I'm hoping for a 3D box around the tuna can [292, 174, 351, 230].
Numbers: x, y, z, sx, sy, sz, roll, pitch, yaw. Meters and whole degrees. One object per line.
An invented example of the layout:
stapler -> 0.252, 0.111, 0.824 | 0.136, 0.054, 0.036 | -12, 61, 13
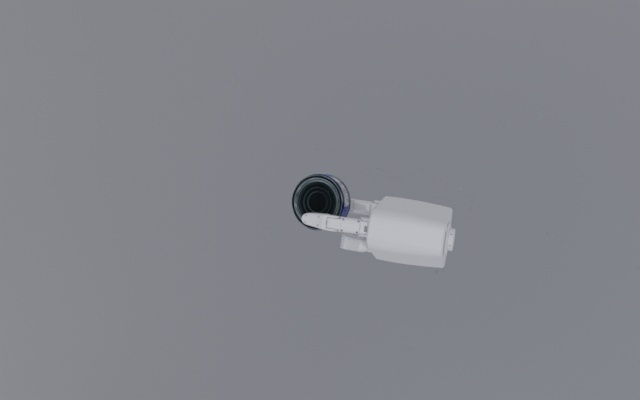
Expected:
tuna can -> 0.000, 0.002, 0.724 | 0.086, 0.086, 0.034 | 0, 1, 22
